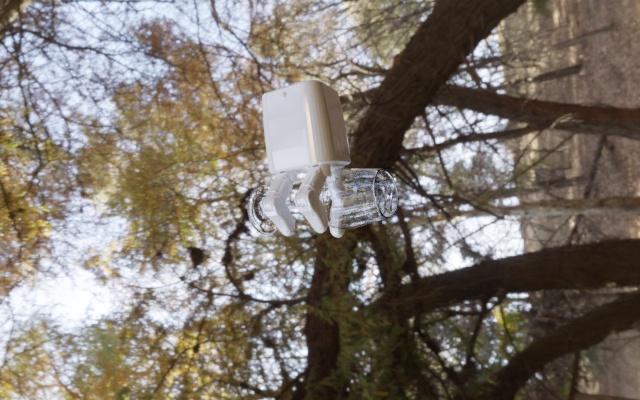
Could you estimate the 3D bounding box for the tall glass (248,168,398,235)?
[{"bbox_3d":[0.000,0.002,0.640,0.201,0.079,0.079,-7,-4,35],"label":"tall glass"}]
